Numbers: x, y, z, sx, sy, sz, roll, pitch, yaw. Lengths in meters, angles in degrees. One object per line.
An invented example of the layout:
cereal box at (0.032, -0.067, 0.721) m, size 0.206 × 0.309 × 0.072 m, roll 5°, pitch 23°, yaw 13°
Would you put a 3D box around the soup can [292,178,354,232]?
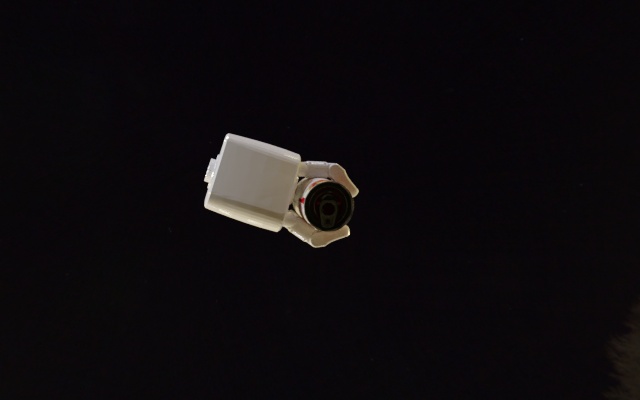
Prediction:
soup can at (0.001, 0.002, 0.674) m, size 0.068 × 0.068 × 0.102 m, roll 0°, pitch 7°, yaw -13°
